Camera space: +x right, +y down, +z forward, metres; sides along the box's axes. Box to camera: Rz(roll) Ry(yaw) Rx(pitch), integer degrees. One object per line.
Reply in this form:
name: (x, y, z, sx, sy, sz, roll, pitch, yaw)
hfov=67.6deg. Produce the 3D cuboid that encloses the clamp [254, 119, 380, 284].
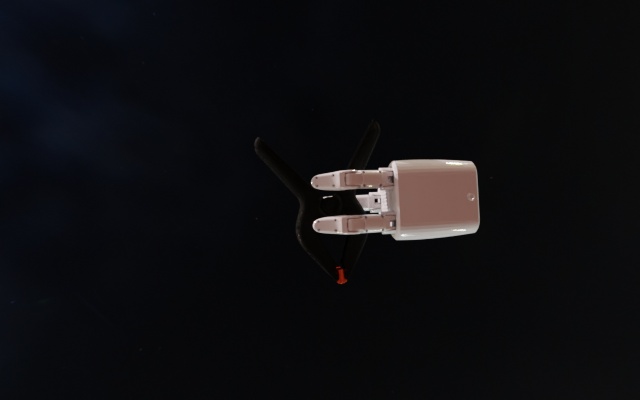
clamp: (0.000, 0.003, 0.620, 0.164, 0.210, 0.036, -3, -2, -3)
